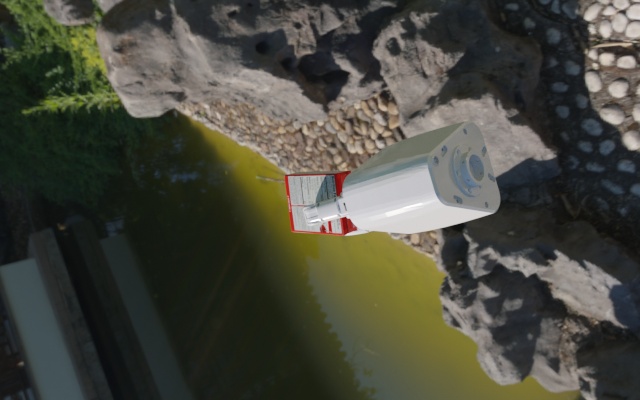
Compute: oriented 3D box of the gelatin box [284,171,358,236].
[{"bbox_3d":[0.000,0.002,0.575,0.089,0.073,0.030,1,12,42],"label":"gelatin box"}]
